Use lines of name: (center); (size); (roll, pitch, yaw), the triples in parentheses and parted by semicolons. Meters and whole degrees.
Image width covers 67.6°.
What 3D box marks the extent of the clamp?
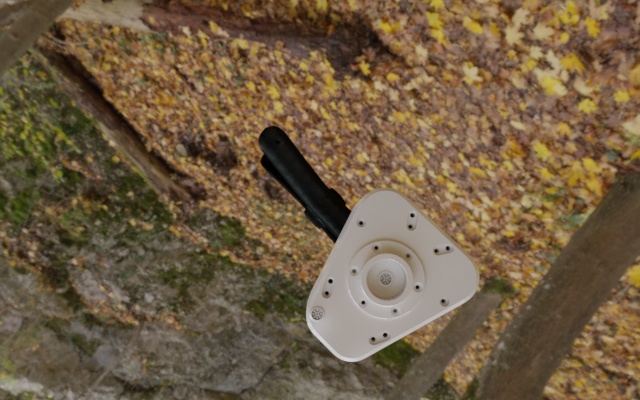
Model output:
clamp: (0.000, 0.002, 0.442); (0.171, 0.039, 0.120); (44, -2, 8)
